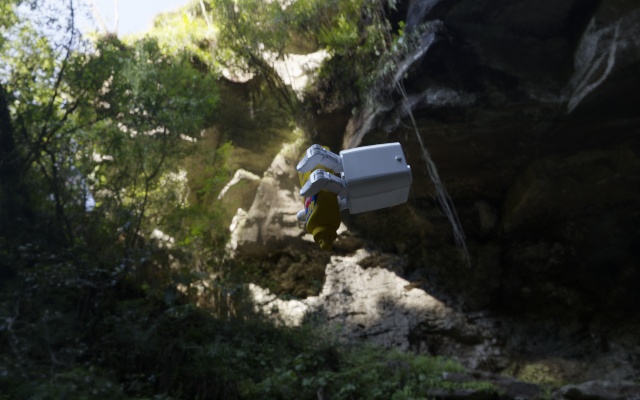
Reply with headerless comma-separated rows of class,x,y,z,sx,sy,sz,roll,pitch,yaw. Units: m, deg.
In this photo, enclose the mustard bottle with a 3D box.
mustard bottle,0.000,0.003,0.831,0.058,0.191,0.096,5,-40,-17
